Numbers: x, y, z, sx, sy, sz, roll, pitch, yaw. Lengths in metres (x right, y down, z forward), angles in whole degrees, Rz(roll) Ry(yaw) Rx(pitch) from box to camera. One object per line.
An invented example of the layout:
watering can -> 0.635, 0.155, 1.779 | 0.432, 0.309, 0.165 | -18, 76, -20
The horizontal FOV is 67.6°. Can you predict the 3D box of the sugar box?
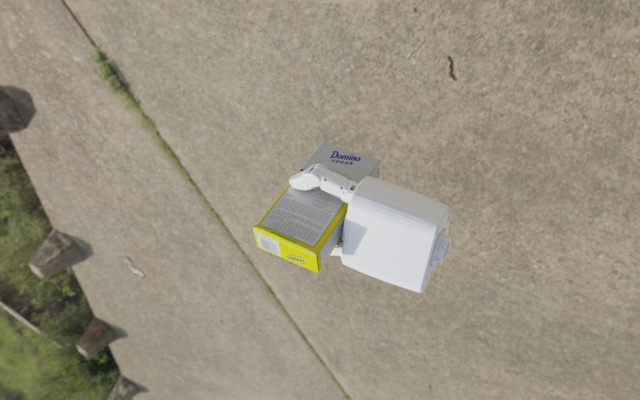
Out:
sugar box -> 0.000, 0.003, 0.622 | 0.093, 0.048, 0.176 | 21, 51, 22
